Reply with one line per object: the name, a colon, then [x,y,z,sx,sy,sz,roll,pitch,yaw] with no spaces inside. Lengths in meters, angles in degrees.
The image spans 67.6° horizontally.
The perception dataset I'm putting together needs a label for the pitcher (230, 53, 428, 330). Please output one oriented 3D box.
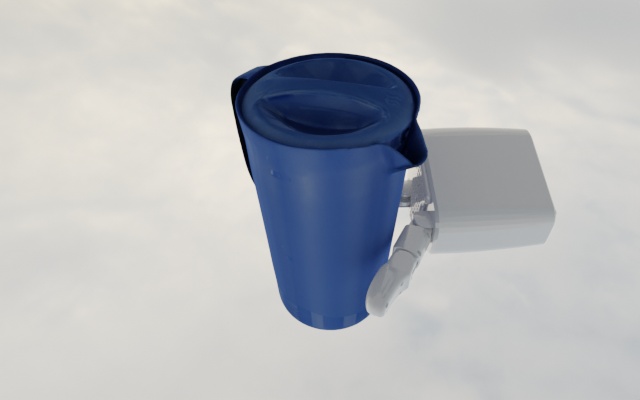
pitcher: [0.000,0.001,0.427,0.145,0.243,0.149,-4,43,-3]
